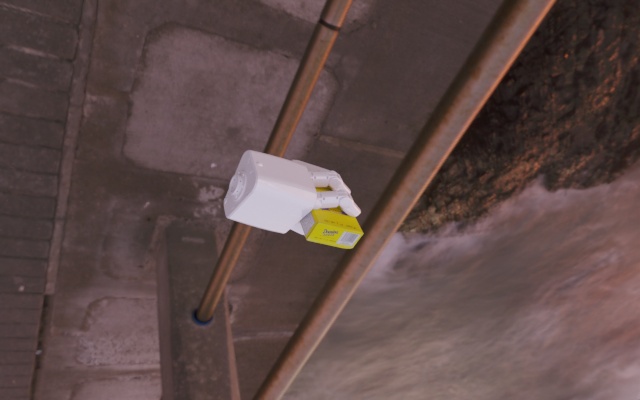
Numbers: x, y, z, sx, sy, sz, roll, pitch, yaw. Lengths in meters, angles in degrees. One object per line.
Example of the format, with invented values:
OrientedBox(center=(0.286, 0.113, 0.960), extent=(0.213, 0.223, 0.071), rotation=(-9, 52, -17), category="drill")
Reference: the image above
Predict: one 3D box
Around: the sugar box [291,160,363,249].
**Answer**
OrientedBox(center=(0.000, 0.002, 0.822), extent=(0.093, 0.048, 0.176), rotation=(15, 35, -32), category="sugar box")
